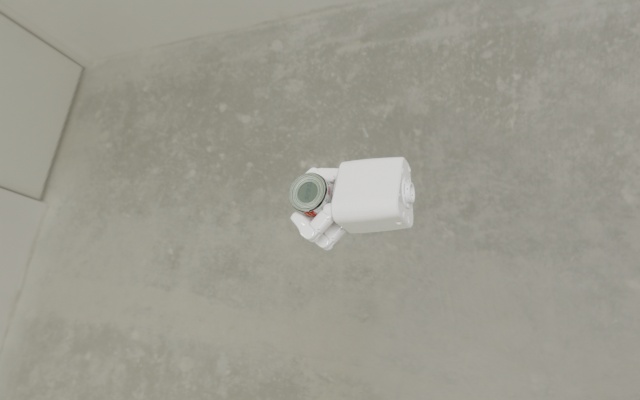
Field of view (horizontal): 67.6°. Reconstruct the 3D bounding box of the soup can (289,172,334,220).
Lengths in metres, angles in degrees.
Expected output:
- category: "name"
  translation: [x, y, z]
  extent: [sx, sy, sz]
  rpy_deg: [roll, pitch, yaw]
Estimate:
- category: "soup can"
  translation: [0.000, 0.002, 0.792]
  extent: [0.068, 0.068, 0.102]
  rpy_deg: [0, -19, 26]
